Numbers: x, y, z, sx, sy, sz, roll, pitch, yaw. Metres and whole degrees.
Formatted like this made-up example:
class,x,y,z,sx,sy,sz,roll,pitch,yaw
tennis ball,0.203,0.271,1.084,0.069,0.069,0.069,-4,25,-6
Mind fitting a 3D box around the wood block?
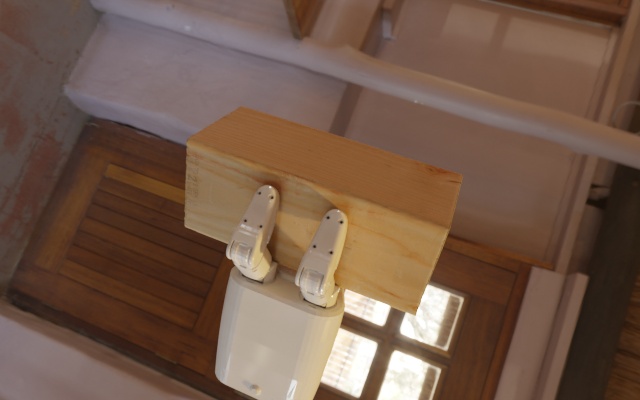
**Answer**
class,x,y,z,sx,sy,sz,roll,pitch,yaw
wood block,0.000,0.002,0.402,0.206,0.090,0.090,19,32,12
